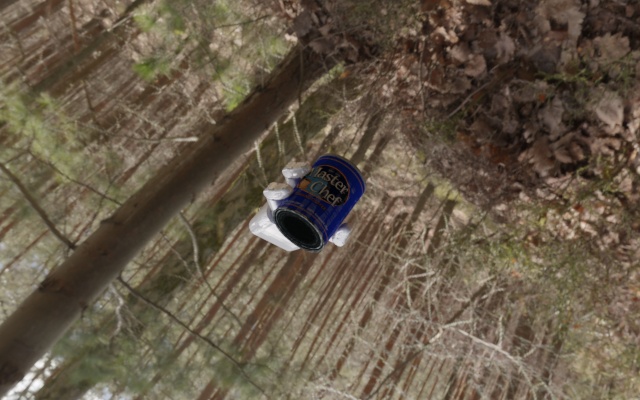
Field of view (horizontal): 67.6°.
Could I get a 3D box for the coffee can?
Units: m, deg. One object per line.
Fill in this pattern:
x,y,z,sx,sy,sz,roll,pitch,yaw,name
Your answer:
0.000,0.003,0.811,0.103,0.103,0.140,0,42,46,coffee can
